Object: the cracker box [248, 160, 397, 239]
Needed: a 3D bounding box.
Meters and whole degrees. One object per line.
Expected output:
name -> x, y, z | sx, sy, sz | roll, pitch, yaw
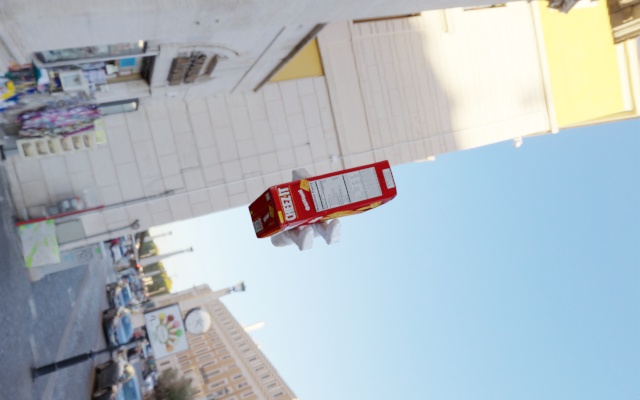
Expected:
cracker box -> 0.000, 0.002, 0.819 | 0.213, 0.072, 0.164 | -14, -6, -22
